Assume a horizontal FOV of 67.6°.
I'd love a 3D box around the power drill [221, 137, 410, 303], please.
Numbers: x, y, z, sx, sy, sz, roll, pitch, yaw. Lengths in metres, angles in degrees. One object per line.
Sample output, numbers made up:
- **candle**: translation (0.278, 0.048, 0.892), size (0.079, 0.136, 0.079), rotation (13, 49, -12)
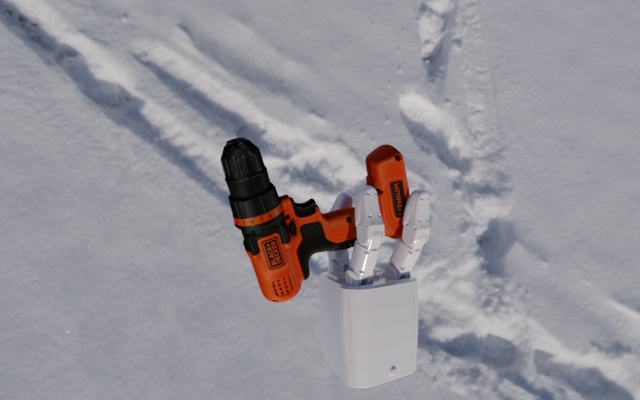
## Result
- **power drill**: translation (0.001, 0.002, 0.513), size (0.187, 0.184, 0.057), rotation (-18, 24, -11)
